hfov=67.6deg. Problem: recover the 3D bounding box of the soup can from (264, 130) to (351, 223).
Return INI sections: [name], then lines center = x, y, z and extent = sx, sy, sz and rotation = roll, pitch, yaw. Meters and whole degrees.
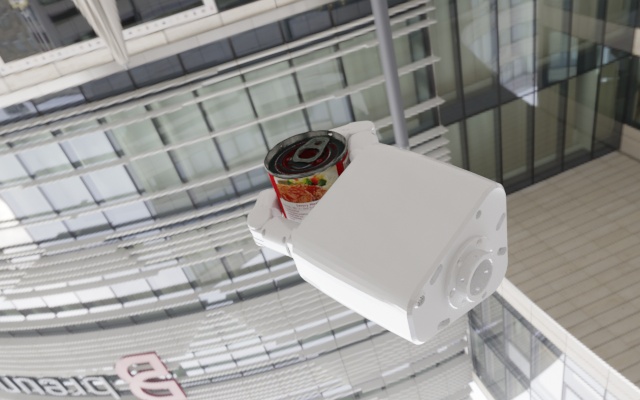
[soup can]
center = 0.000, 0.001, 0.404
extent = 0.068, 0.102, 0.068
rotation = -11, 34, 8
